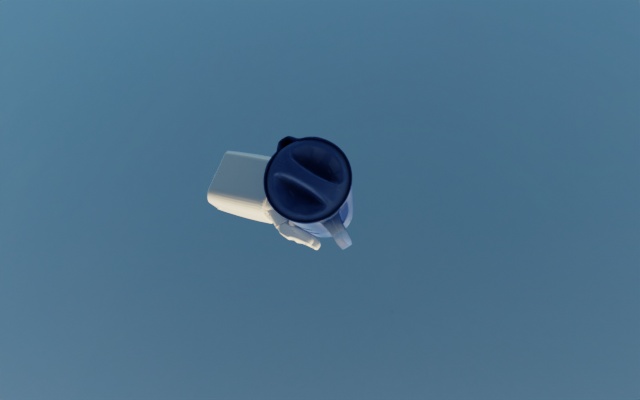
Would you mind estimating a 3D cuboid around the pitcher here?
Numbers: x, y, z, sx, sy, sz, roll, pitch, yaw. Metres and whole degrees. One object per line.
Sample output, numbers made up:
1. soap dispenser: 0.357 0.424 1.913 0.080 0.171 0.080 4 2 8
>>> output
1. pitcher: 0.000 0.003 0.809 0.145 0.149 0.243 12 -11 11
